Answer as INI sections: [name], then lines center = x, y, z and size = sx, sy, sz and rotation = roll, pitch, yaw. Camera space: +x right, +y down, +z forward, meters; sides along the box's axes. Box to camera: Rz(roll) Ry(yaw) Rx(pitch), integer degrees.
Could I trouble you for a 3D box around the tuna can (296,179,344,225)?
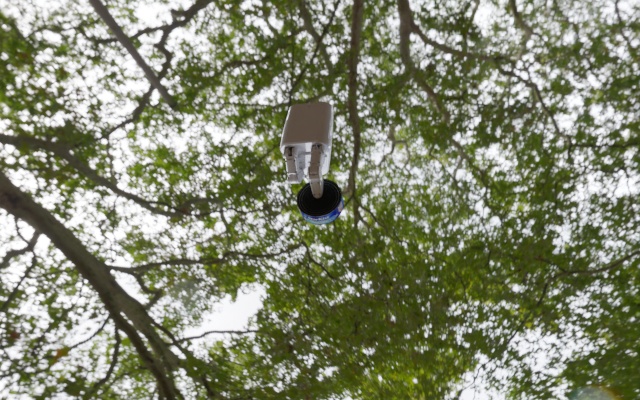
[tuna can]
center = 0.000, 0.003, 0.897
size = 0.086, 0.086, 0.034
rotation = 0, -35, 14
